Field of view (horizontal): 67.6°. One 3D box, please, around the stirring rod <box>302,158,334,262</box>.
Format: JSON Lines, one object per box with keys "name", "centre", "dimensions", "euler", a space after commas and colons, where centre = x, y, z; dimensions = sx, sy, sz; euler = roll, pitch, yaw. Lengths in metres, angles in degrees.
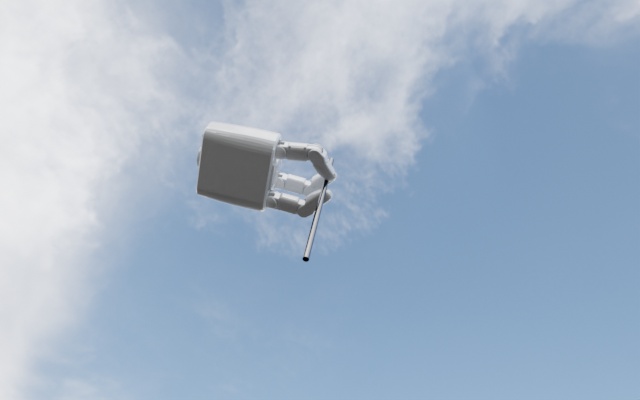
{"name": "stirring rod", "centre": [0.000, 0.002, 0.654], "dimensions": [0.011, 0.011, 0.239], "euler": [0, 33, 10]}
